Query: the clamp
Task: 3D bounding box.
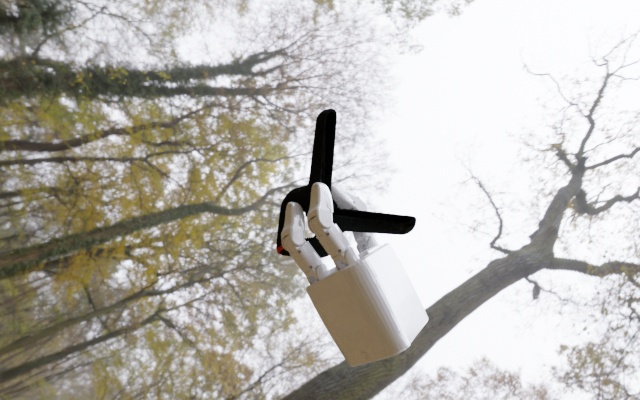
[{"bbox_3d":[0.000,0.002,0.582,0.036,0.164,0.210,-24,-8,-45],"label":"clamp"}]
